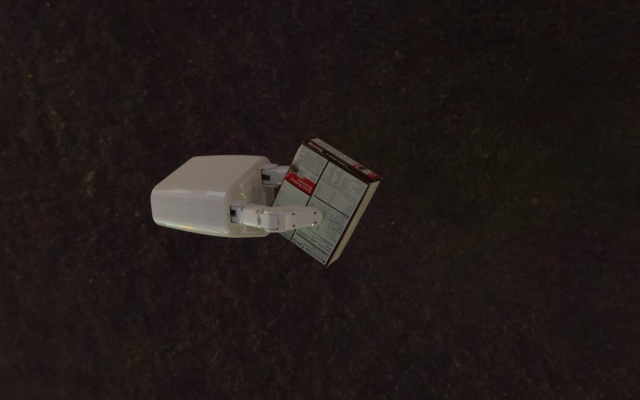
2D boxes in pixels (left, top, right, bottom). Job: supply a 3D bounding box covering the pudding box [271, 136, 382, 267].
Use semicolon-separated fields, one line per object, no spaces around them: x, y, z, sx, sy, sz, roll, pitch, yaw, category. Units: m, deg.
0.000;0.002;0.517;0.090;0.113;0.039;33;26;14;pudding box
